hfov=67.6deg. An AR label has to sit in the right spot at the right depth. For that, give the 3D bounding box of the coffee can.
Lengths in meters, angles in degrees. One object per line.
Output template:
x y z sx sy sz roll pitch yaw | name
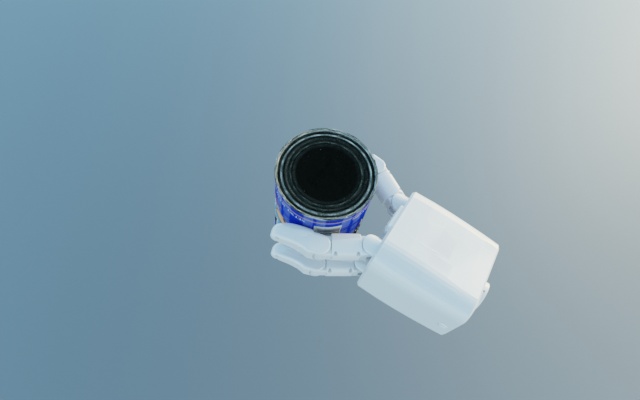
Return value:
0.000 0.002 0.527 0.103 0.102 0.140 0 -25 -5 | coffee can
